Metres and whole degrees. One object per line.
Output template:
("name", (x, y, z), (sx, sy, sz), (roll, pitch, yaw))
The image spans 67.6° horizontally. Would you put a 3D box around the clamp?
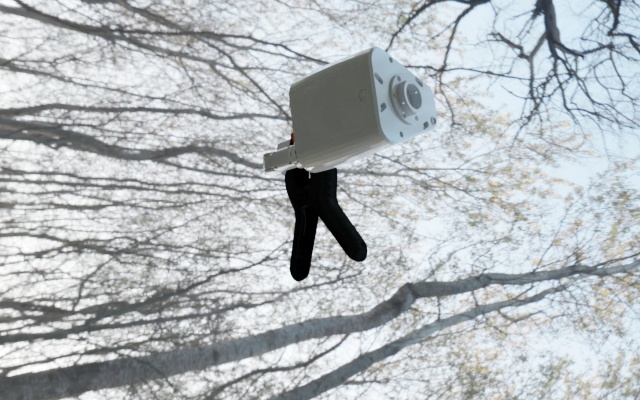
("clamp", (0.000, 0.002, 0.530), (0.120, 0.171, 0.039), (-13, -9, 44))
